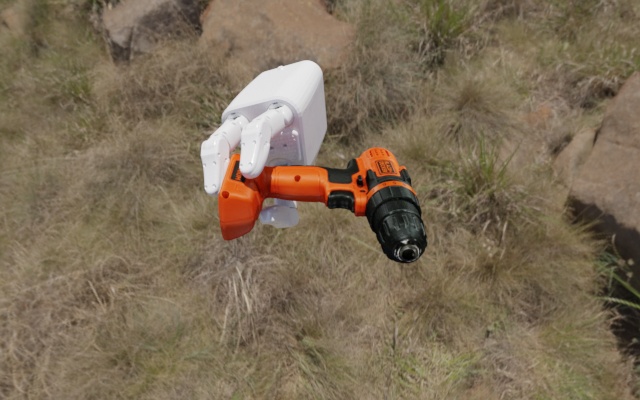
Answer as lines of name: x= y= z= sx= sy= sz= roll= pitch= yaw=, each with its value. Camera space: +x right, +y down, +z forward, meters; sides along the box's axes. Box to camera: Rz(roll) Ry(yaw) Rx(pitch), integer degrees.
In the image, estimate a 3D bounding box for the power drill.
power drill: x=0.000 y=0.001 z=0.466 sx=0.187 sy=0.057 sz=0.184 roll=1 pitch=27 yaw=-3
